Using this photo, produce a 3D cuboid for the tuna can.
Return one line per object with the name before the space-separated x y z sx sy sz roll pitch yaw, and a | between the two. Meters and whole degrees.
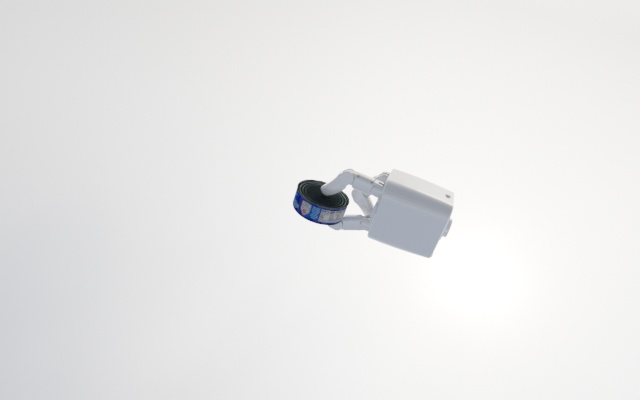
tuna can | 0.000 0.003 0.749 0.086 0.034 0.086 15 27 -8
